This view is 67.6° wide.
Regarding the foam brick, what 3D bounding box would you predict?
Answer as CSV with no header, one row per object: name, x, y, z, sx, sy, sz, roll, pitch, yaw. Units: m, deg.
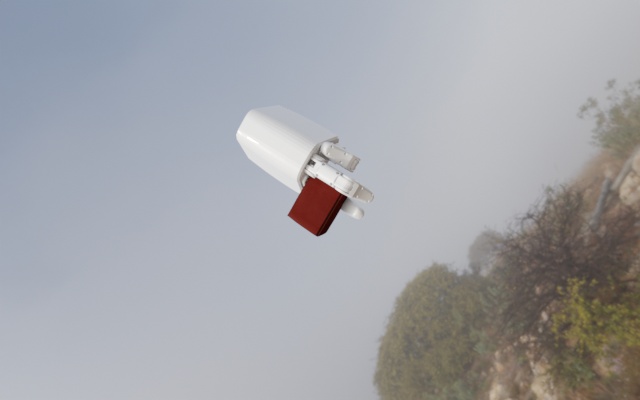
foam brick,0.000,0.002,0.654,0.051,0.078,0.053,32,7,11
